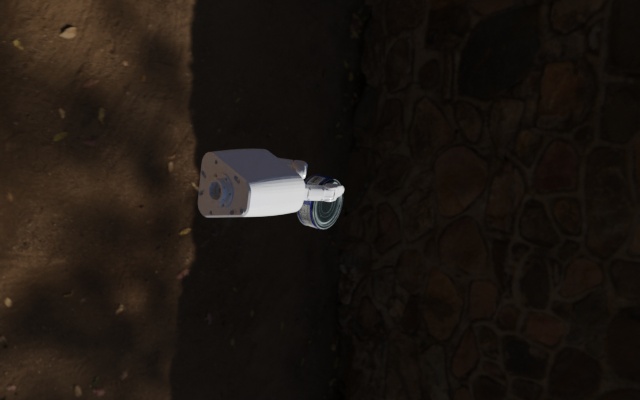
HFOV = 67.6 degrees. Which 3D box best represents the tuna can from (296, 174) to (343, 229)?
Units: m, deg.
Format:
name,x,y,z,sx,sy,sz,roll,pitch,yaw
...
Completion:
name,x,y,z,sx,sy,sz,roll,pitch,yaw
tuna can,0.001,0.003,0.771,0.033,0.086,0.086,15,8,34
